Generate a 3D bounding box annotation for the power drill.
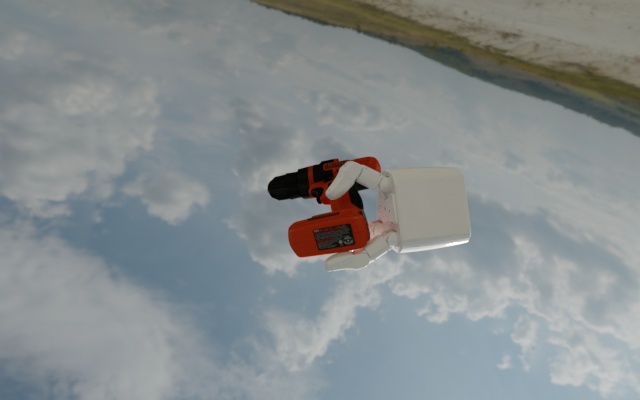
[{"bbox_3d":[0.000,0.003,0.699,0.184,0.057,0.187,-12,32,11],"label":"power drill"}]
